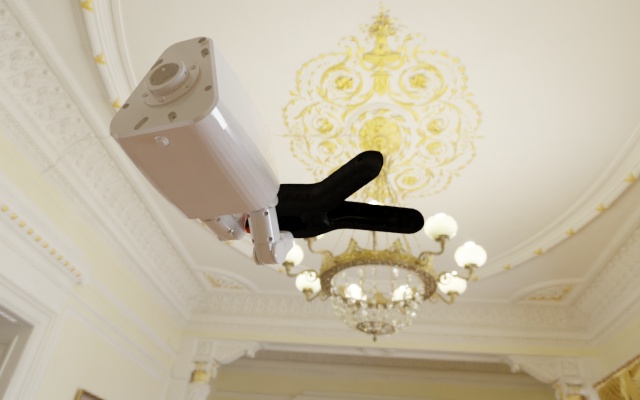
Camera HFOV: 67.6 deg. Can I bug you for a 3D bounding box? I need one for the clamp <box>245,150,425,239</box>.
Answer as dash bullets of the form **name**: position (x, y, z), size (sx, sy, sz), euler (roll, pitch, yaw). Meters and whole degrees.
- **clamp**: position (0.000, 0.001, 0.432), size (0.171, 0.039, 0.120), euler (-7, -38, 18)
